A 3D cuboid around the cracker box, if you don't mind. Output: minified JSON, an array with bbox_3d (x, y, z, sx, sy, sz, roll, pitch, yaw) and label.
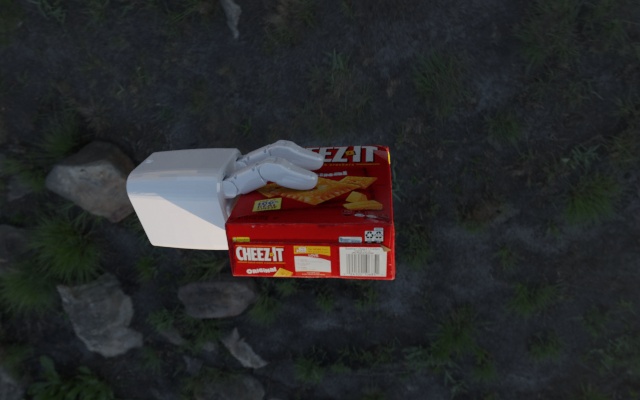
[{"bbox_3d":[0.000,0.002,0.550,0.164,0.072,0.213,0,27,7],"label":"cracker box"}]
